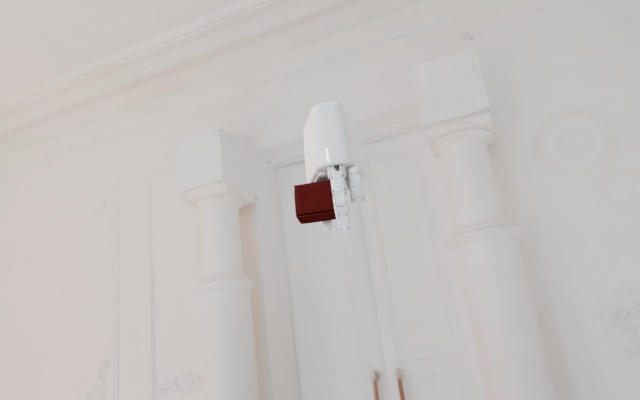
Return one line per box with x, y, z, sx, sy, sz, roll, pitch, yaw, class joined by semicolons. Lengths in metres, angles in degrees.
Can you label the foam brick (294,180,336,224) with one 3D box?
0.000;0.003;0.751;0.078;0.051;0.053;-8;-16;2;foam brick
